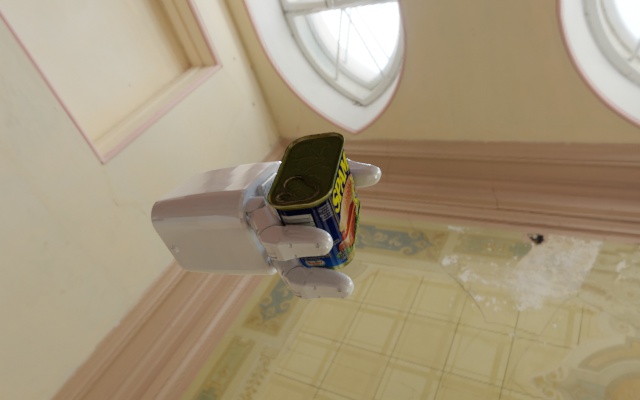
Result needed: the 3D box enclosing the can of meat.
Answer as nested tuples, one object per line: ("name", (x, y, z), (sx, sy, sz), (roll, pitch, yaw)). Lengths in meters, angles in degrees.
("can of meat", (0.000, 0.002, 0.438), (0.057, 0.084, 0.102), (-6, 39, 18))
